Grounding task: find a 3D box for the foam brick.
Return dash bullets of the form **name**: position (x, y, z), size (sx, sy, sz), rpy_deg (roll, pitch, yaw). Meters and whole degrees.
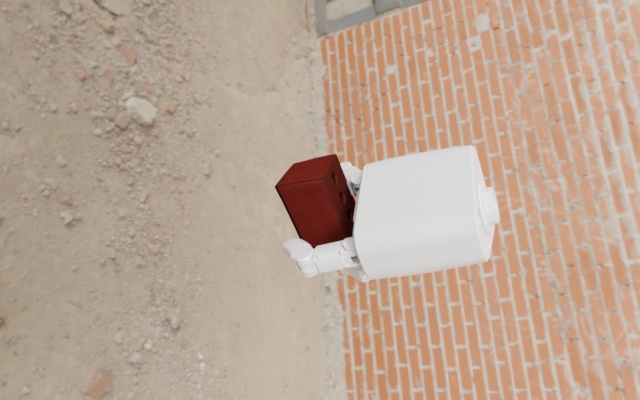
- **foam brick**: position (0.000, 0.001, 0.475), size (0.051, 0.078, 0.053), rpy_deg (-11, 28, 26)
